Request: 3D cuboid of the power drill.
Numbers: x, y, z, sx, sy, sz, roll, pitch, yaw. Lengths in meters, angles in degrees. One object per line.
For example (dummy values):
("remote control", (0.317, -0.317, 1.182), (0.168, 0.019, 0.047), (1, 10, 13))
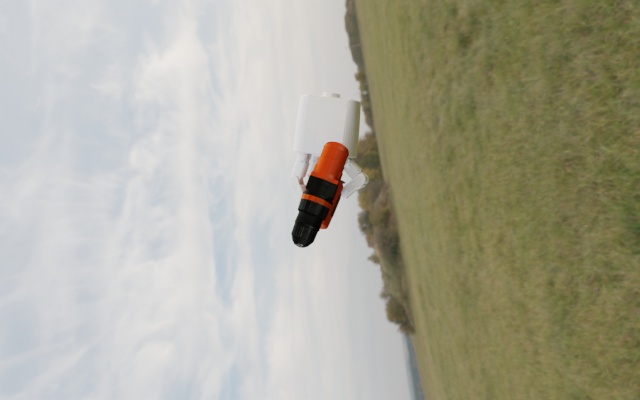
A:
("power drill", (0.000, 0.003, 0.851), (0.057, 0.184, 0.188), (22, -9, 3))
